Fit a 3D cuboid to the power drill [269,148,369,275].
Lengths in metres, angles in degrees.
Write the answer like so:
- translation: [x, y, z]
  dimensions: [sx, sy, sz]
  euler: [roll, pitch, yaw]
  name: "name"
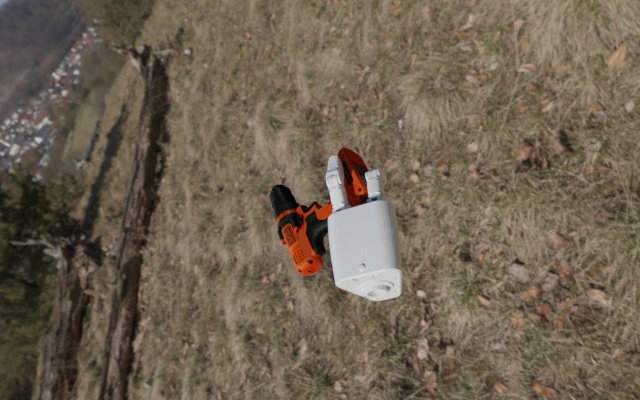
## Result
- translation: [0.000, 0.002, 0.786]
  dimensions: [0.057, 0.184, 0.188]
  euler: [16, -52, -46]
  name: "power drill"
